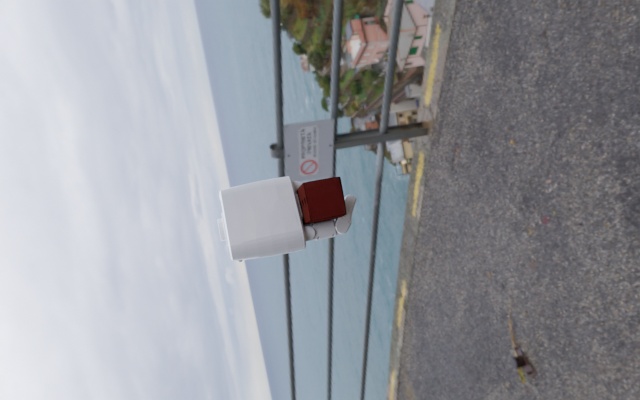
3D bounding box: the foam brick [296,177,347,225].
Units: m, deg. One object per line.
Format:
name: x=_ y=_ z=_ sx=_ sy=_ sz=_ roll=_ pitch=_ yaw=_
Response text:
foam brick: x=0.000 y=0.002 z=0.658 sx=0.051 sy=0.053 sz=0.078 roll=-9 pitch=-6 yaw=-10
